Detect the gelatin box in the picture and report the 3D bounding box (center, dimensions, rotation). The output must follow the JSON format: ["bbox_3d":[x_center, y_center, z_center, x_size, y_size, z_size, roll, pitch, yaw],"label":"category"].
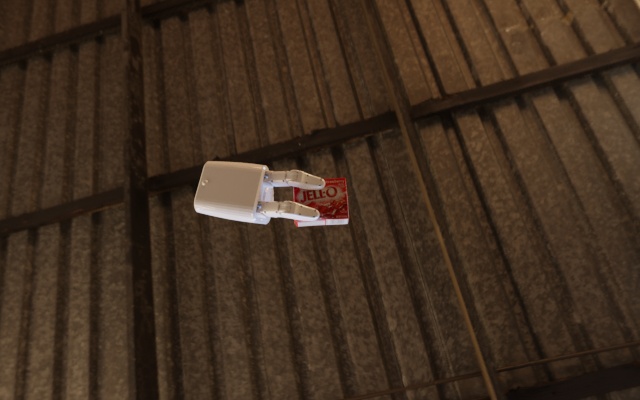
[{"bbox_3d":[0.000,0.003,0.791,0.089,0.073,0.030,-3,-21,-1],"label":"gelatin box"}]
